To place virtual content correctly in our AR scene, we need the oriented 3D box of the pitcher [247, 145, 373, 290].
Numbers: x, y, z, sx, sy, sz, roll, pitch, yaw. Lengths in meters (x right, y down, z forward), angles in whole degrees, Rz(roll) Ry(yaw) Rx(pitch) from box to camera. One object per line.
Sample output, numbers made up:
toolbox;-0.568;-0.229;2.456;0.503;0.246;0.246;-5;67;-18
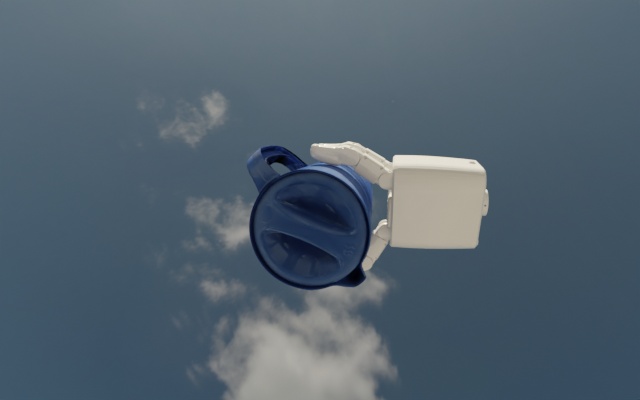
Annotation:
pitcher;0.000;0.002;0.617;0.145;0.149;0.242;3;12;9
